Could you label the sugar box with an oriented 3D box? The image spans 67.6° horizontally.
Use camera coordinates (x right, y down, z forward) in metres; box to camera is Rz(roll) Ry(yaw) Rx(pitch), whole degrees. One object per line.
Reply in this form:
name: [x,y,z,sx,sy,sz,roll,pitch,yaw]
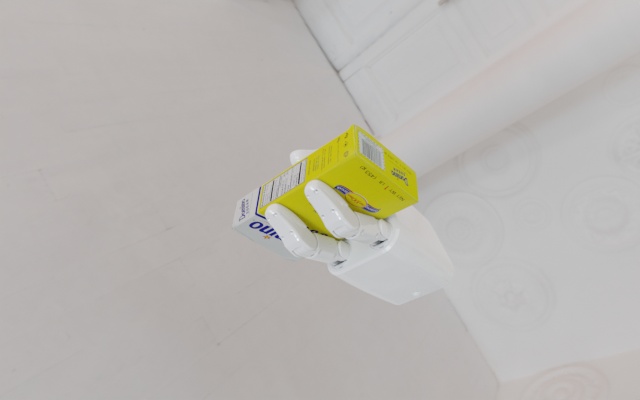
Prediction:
sugar box: [0.000,0.002,0.486,0.093,0.048,0.176,33,-49,-32]
